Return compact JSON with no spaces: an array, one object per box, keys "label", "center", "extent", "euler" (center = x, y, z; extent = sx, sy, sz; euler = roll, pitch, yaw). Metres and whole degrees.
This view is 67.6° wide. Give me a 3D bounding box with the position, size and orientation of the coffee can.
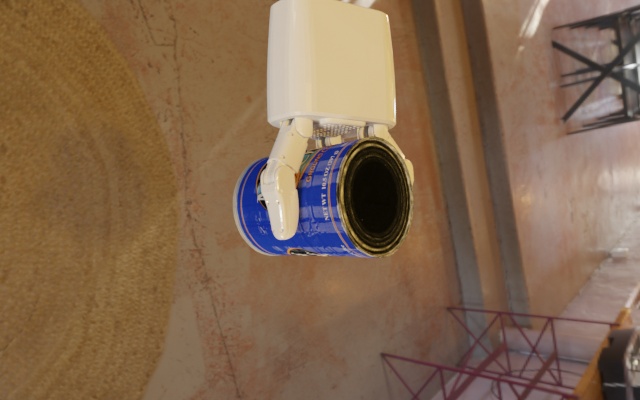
[{"label":"coffee can","center":[0.000,0.002,0.448],"extent":[0.140,0.103,0.103],"euler":[-5,-4,44]}]
